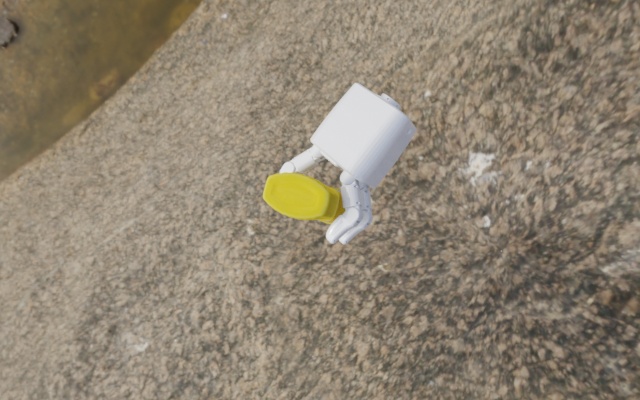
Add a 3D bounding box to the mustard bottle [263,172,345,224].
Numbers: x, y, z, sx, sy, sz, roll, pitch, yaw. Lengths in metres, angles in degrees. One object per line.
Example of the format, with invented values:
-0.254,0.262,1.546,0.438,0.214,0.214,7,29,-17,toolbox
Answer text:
0.000,0.003,0.696,0.096,0.058,0.191,14,-1,21,mustard bottle
